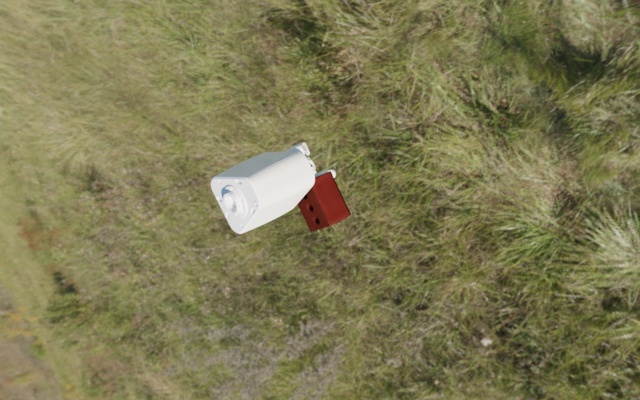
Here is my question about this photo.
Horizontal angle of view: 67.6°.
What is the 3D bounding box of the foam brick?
[{"bbox_3d":[0.000,0.003,0.751,0.051,0.078,0.053,-30,6,-40],"label":"foam brick"}]
